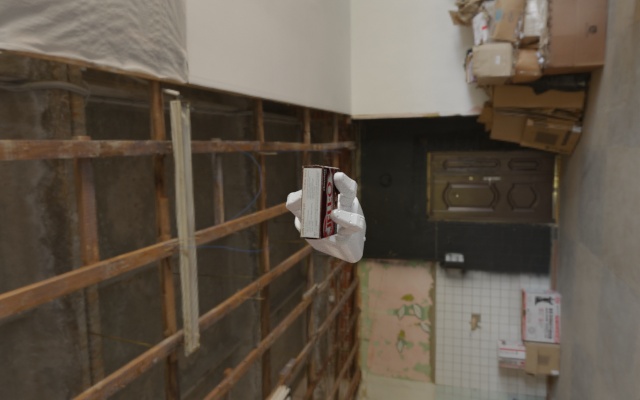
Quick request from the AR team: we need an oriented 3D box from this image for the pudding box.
[{"bbox_3d":[0.000,0.002,0.755,0.039,0.113,0.090,1,2,17],"label":"pudding box"}]
